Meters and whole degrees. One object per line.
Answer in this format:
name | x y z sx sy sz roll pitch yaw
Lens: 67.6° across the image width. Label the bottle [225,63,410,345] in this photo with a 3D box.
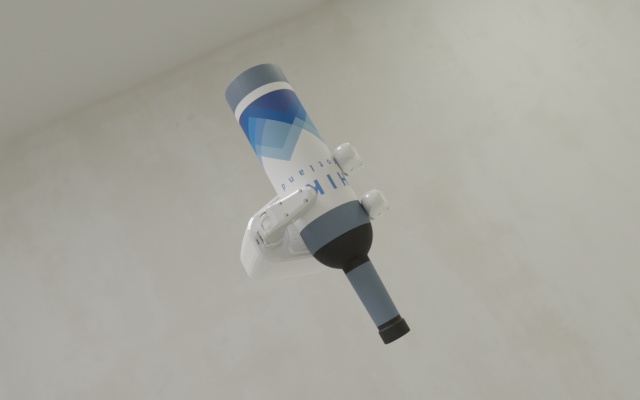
bottle | 0.000 0.001 0.472 0.069 0.295 0.069 -28 -13 -7
